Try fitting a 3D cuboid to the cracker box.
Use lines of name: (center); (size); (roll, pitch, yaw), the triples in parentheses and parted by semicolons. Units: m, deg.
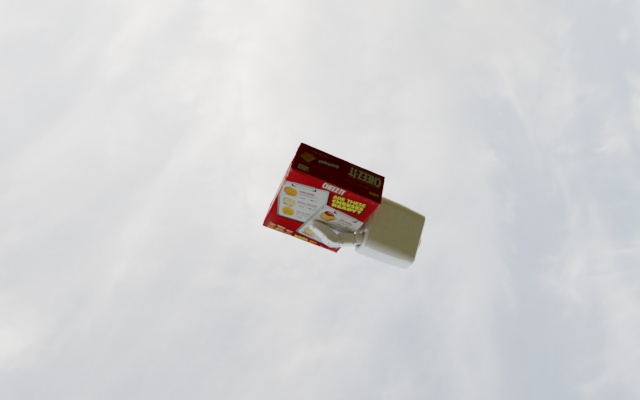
cracker box: (0.000, 0.003, 0.886); (0.164, 0.072, 0.214); (21, -35, -9)
